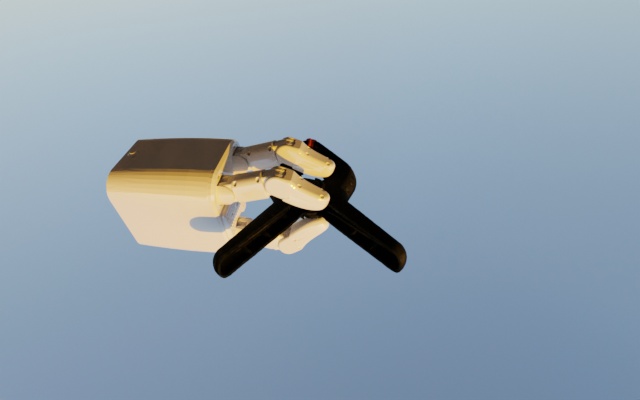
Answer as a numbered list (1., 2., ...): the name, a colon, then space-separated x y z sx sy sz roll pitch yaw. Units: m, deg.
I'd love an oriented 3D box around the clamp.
1. clamp: 0.000 0.002 0.475 0.164 0.036 0.209 3 36 6
